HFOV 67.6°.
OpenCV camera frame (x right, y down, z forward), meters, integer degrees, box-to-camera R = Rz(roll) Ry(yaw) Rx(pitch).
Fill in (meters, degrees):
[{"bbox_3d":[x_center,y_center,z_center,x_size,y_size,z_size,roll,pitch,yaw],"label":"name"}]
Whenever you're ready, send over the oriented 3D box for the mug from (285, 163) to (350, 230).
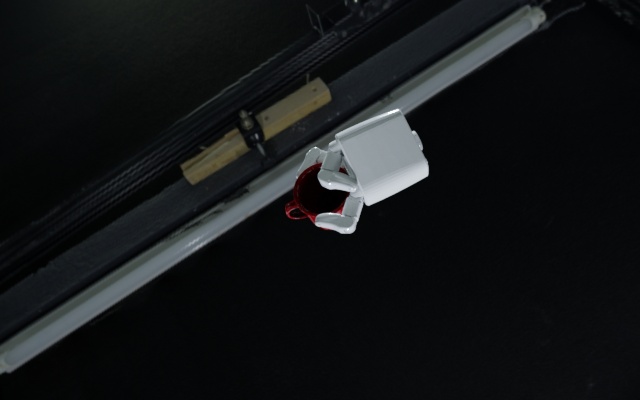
[{"bbox_3d":[-0.001,0.003,0.775,0.117,0.093,0.081,-23,-26,3],"label":"mug"}]
